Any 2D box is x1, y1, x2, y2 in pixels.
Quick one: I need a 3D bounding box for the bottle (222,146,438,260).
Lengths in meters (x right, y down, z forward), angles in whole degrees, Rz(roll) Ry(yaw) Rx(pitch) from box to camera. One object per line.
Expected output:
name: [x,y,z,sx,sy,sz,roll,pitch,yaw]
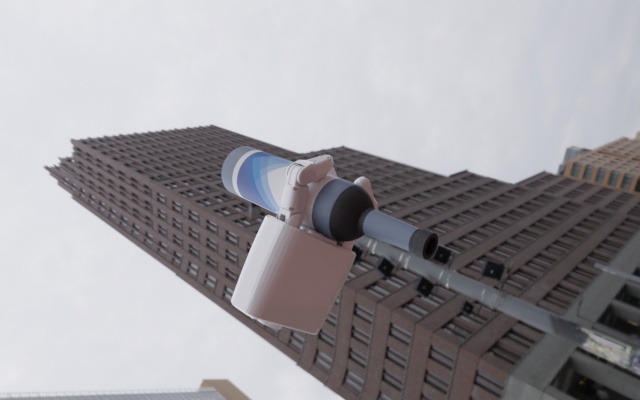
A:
bottle: [0.000,0.002,0.551,0.295,0.069,0.069,22,14,39]
